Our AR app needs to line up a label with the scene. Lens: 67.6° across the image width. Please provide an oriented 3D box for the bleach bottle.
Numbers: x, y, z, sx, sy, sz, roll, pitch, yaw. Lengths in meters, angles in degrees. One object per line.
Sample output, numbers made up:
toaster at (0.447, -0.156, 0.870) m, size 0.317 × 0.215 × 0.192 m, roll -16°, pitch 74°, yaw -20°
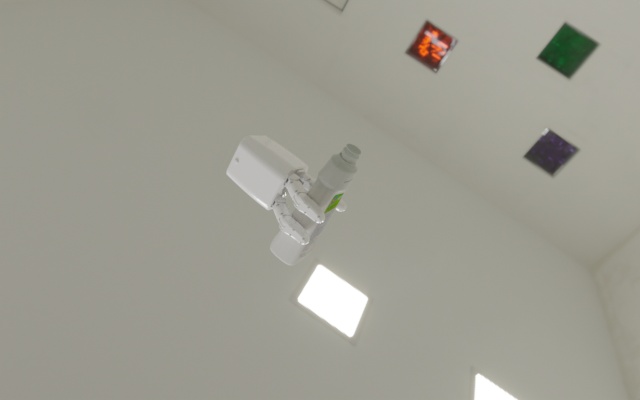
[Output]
bleach bottle at (0.000, 0.003, 0.852) m, size 0.068 × 0.251 × 0.102 m, roll 38°, pitch 32°, yaw 9°
